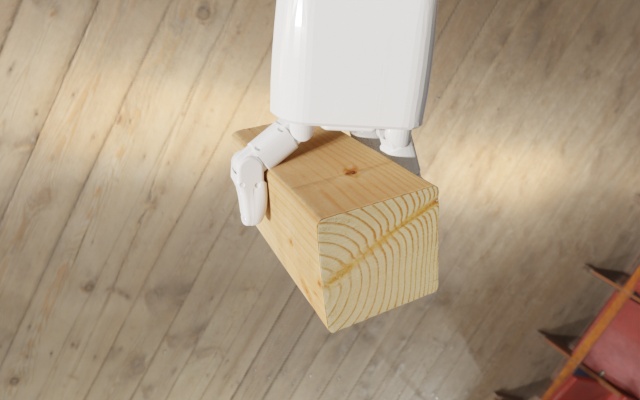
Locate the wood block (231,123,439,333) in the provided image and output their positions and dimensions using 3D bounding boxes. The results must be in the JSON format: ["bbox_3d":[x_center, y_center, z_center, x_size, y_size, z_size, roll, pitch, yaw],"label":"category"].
[{"bbox_3d":[0.000,0.001,0.402,0.091,0.090,0.206,-16,28,-19],"label":"wood block"}]
